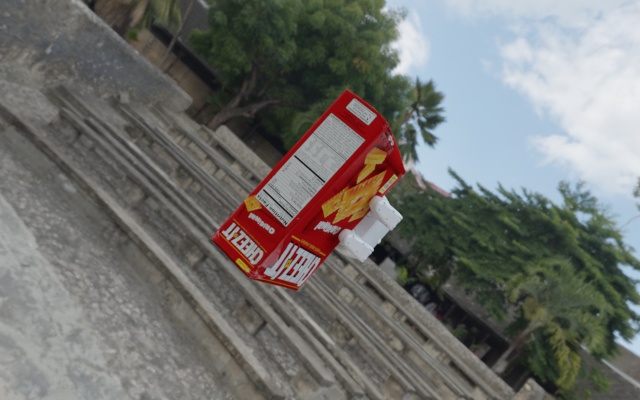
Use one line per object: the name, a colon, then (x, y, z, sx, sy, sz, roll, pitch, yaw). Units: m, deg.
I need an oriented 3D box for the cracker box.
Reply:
cracker box: (0.000, 0.002, 0.556, 0.072, 0.213, 0.164, 41, -1, 21)
